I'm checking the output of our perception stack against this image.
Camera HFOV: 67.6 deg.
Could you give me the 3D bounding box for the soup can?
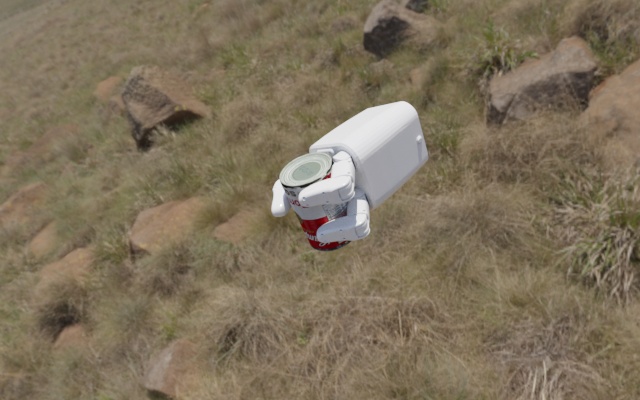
[{"bbox_3d":[0.000,0.002,0.574,0.068,0.102,0.068,-16,34,11],"label":"soup can"}]
